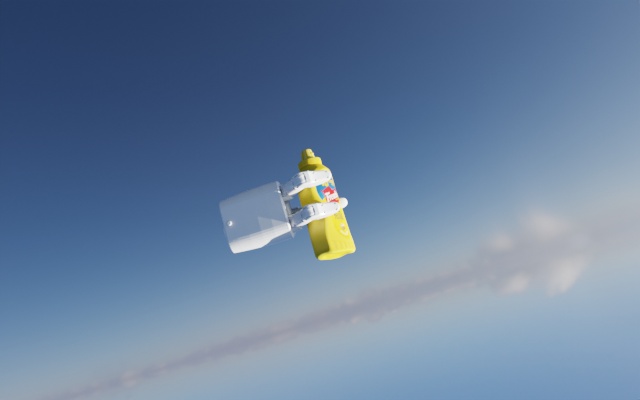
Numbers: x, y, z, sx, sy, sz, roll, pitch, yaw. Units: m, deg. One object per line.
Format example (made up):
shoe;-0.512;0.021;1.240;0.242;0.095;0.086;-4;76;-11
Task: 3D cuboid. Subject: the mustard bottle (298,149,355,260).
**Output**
mustard bottle;0.001;0.003;0.814;0.058;0.191;0.096;-23;-15;26
